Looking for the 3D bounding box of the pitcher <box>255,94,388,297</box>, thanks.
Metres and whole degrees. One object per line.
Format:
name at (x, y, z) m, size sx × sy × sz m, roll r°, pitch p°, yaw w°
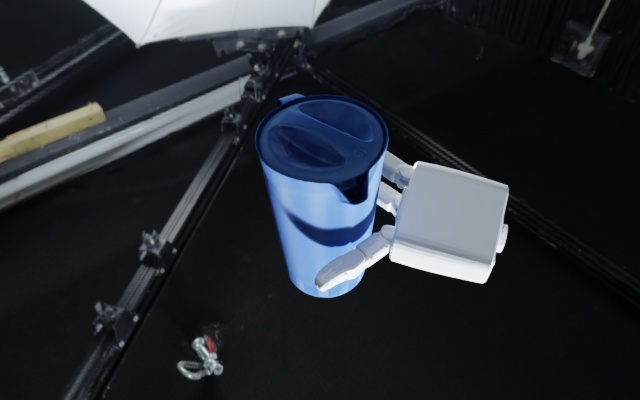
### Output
pitcher at (0.000, 0.002, 0.567) m, size 0.145 × 0.149 × 0.243 m, roll 13°, pitch -40°, yaw 13°
